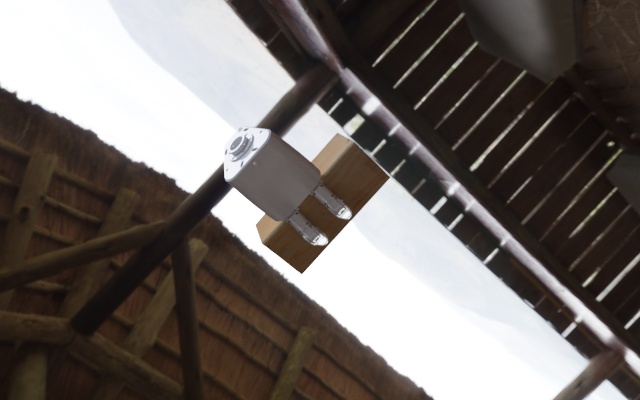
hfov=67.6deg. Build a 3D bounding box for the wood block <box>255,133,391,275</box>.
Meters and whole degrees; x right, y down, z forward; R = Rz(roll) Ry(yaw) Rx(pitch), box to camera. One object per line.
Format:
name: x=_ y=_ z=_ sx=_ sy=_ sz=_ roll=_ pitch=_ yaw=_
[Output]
wood block: x=0.000 y=0.002 z=0.766 sx=0.090 sy=0.206 sz=0.090 roll=41 pitch=4 yaw=-22
